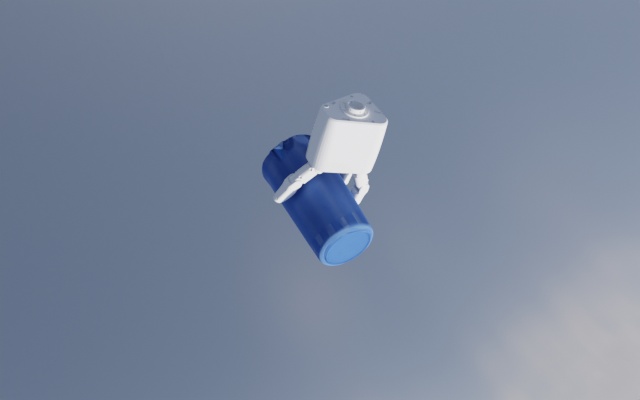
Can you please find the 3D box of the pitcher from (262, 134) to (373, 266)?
[{"bbox_3d":[0.000,0.003,0.899,0.149,0.145,0.242,-9,49,-30],"label":"pitcher"}]
